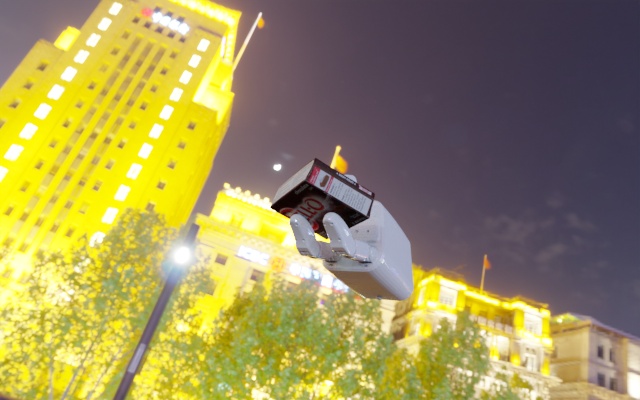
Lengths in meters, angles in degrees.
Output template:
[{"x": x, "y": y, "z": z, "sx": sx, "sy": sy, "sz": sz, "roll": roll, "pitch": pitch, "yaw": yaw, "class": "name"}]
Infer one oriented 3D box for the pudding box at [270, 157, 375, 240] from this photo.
[{"x": 0.000, "y": 0.002, "z": 0.585, "sx": 0.090, "sy": 0.039, "sz": 0.113, "roll": 29, "pitch": -30, "yaw": -16, "class": "pudding box"}]
